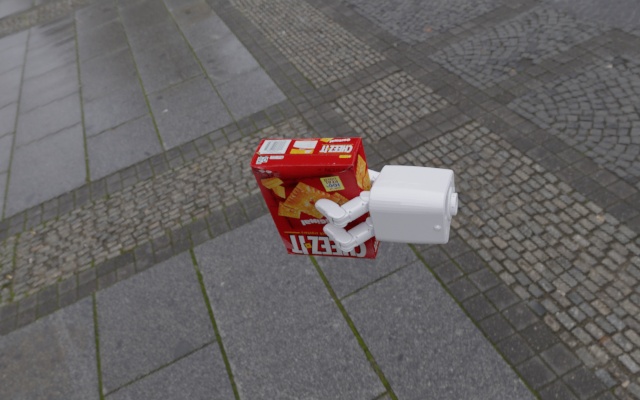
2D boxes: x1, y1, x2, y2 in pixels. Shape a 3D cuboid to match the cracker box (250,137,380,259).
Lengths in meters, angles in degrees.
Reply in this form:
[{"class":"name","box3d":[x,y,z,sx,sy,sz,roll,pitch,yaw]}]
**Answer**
[{"class":"cracker box","box3d":[0.000,0.002,0.765,0.164,0.072,0.214,2,-44,20]}]
